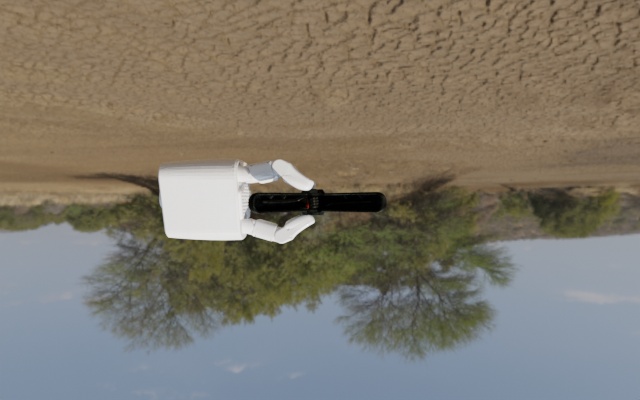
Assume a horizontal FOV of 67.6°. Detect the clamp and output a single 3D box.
[{"bbox_3d":[0.000,0.003,0.653,0.164,0.036,0.210,1,0,2],"label":"clamp"}]
